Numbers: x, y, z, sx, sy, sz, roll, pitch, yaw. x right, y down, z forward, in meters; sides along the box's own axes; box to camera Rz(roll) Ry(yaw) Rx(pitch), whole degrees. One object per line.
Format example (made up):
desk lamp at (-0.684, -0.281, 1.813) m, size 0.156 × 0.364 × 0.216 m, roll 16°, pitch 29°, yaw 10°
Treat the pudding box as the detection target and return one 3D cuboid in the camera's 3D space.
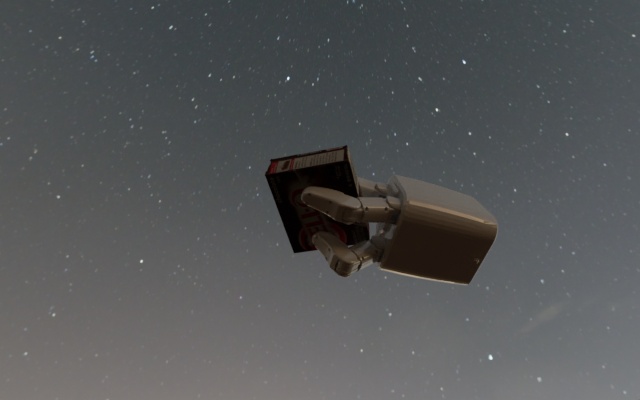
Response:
pudding box at (0.000, 0.002, 0.522) m, size 0.090 × 0.114 × 0.039 m, roll -10°, pitch 32°, yaw 11°
